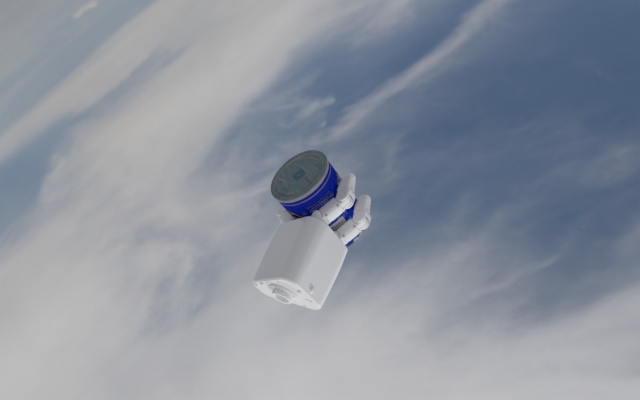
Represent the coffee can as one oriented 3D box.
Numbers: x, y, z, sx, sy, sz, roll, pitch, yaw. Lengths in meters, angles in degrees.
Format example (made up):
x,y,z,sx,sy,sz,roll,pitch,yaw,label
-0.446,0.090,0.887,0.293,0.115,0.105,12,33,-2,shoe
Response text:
x,y,z,sx,sy,sz,roll,pitch,yaw,label
0.000,0.002,0.777,0.103,0.102,0.140,0,-38,39,coffee can
